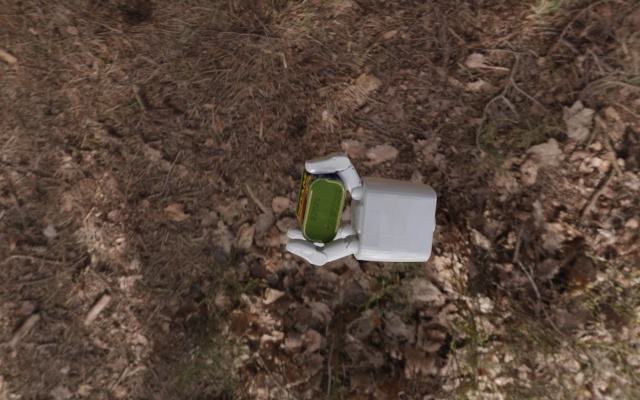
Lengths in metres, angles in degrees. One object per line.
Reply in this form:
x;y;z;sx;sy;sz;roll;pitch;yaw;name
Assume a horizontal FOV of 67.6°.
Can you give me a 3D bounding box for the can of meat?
0.000;0.002;0.694;0.057;0.102;0.084;7;19;-10;can of meat
